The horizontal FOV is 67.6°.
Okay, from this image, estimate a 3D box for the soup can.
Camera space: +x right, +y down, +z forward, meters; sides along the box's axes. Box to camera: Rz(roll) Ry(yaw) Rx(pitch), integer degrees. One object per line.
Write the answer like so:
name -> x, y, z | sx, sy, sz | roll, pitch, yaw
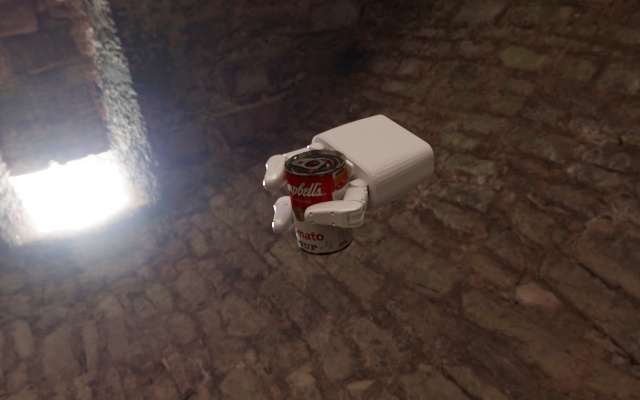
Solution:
soup can -> 0.000, 0.002, 0.538 | 0.068, 0.102, 0.068 | -6, 27, 3
